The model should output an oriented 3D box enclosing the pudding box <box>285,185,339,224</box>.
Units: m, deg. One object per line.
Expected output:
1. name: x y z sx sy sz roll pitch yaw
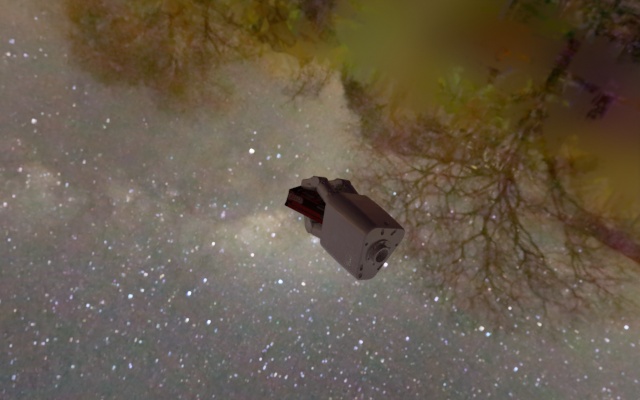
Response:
1. pudding box: 0.000 0.003 0.879 0.090 0.039 0.113 27 19 18
